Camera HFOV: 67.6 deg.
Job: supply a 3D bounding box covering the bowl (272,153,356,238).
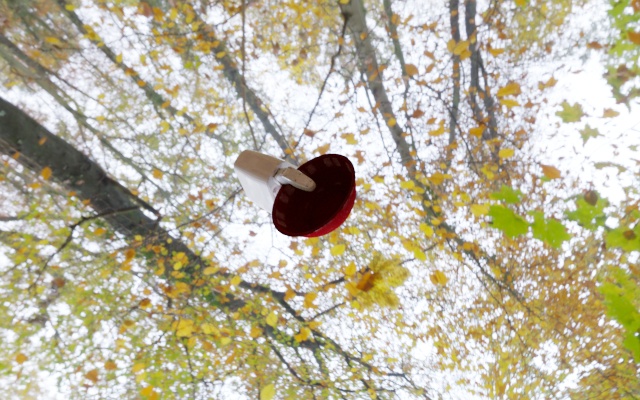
[{"bbox_3d":[0.001,0.003,0.772,0.162,0.162,0.055,0,-34,43],"label":"bowl"}]
